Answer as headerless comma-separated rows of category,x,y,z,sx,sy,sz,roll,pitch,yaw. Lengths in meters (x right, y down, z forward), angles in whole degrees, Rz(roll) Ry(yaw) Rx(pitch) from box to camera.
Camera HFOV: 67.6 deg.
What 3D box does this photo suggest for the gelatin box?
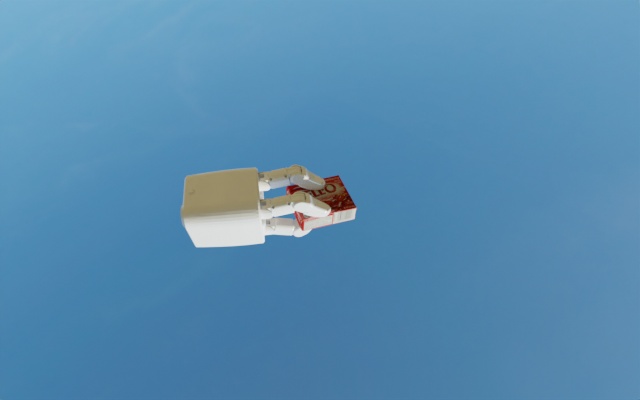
gelatin box,0.000,0.003,0.725,0.089,0.073,0.030,-12,-40,-18
